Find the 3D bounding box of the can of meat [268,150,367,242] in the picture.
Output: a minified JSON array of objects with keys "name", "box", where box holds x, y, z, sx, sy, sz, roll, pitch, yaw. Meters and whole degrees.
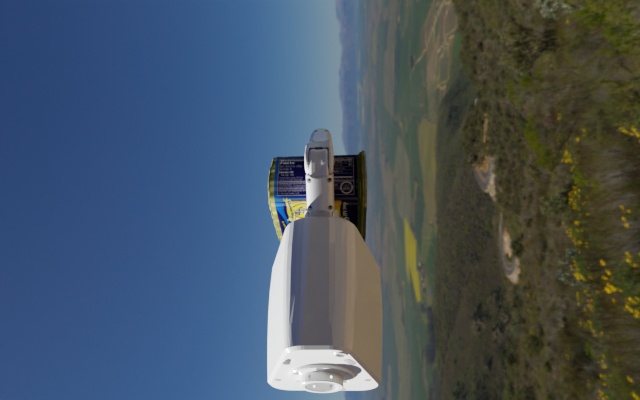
[{"name":"can of meat","box":[0.000,0.001,0.446,0.084,0.057,0.102,-1,-34,3]}]
